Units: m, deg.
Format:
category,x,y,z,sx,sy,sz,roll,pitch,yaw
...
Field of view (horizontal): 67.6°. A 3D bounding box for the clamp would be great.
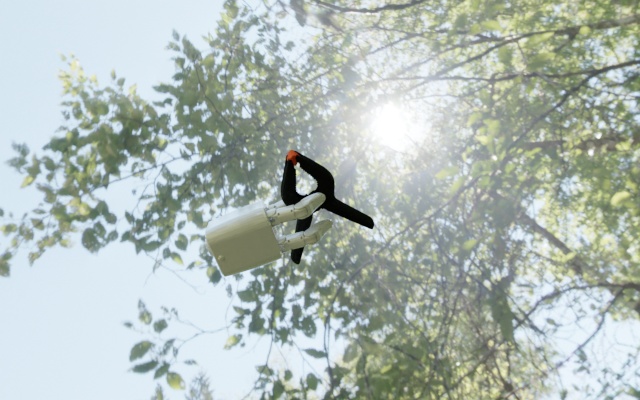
category,x,y,z,sx,sy,sz,roll,pitch,yaw
clamp,0.000,0.002,0.830,0.164,0.210,0.036,-20,29,-5
